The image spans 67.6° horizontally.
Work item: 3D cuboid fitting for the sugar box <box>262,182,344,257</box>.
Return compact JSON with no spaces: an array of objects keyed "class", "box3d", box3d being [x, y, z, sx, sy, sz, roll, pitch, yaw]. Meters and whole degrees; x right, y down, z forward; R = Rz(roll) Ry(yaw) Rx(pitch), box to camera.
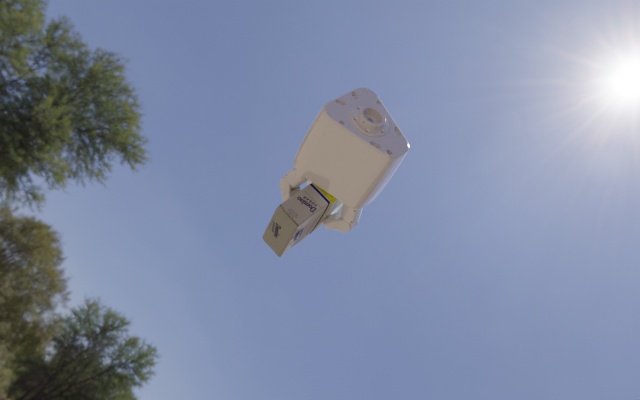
[{"class":"sugar box","box3d":[0.000,0.002,0.693,0.176,0.048,0.093,-33,-16,-37]}]
